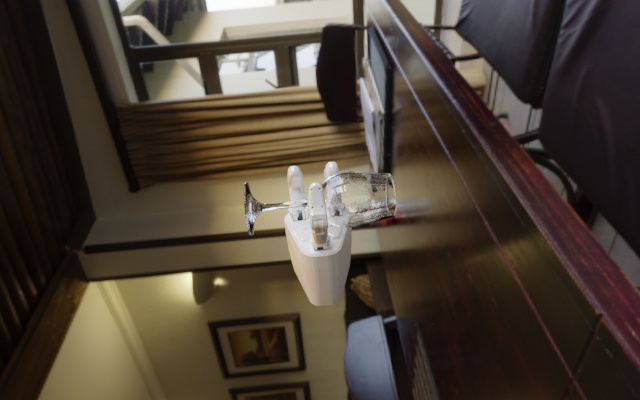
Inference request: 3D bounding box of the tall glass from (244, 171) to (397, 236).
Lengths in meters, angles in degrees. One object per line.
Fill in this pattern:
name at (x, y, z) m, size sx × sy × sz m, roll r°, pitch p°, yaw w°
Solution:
tall glass at (-0.001, 0.002, 0.659) m, size 0.201 × 0.079 × 0.079 m, roll -6°, pitch 0°, yaw -1°
